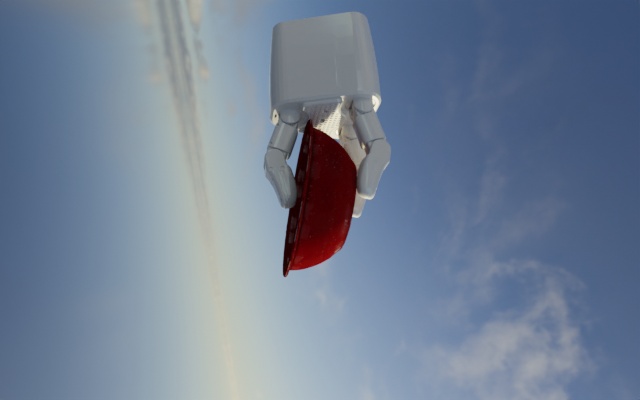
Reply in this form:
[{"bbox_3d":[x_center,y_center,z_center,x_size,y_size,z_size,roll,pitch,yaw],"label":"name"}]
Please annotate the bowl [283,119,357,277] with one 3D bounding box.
[{"bbox_3d":[0.000,0.003,0.489,0.055,0.162,0.162,10,-1,-6],"label":"bowl"}]
